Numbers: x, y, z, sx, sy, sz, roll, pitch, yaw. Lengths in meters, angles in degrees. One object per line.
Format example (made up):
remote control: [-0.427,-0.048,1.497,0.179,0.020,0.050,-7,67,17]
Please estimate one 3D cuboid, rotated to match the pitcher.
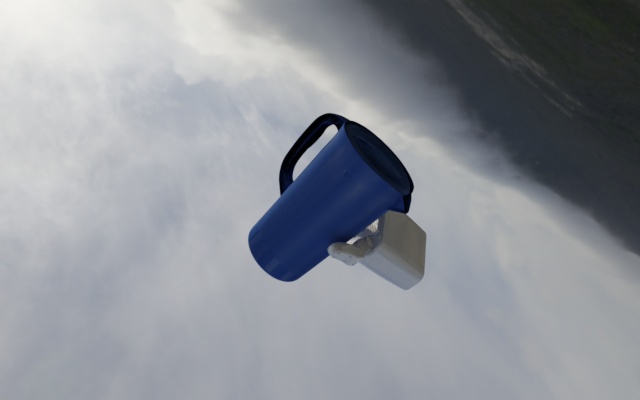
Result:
pitcher: [0.000,0.002,0.697,0.145,0.243,0.149,35,27,-25]
